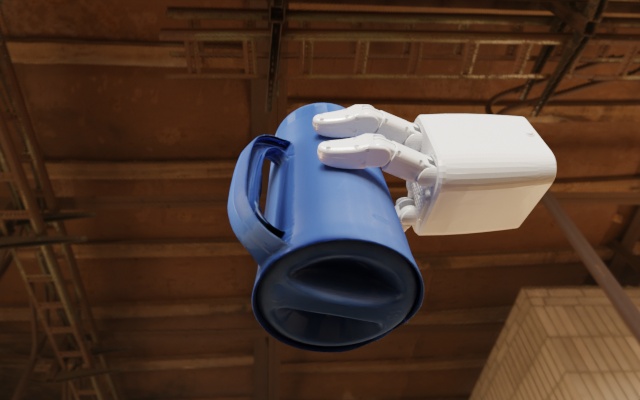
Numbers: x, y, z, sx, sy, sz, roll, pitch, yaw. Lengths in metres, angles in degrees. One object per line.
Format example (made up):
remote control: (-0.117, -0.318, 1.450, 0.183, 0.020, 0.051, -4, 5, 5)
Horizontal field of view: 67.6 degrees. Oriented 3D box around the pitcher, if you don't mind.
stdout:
pitcher: (0.000, 0.002, 0.450, 0.145, 0.149, 0.242, -3, 39, -2)
